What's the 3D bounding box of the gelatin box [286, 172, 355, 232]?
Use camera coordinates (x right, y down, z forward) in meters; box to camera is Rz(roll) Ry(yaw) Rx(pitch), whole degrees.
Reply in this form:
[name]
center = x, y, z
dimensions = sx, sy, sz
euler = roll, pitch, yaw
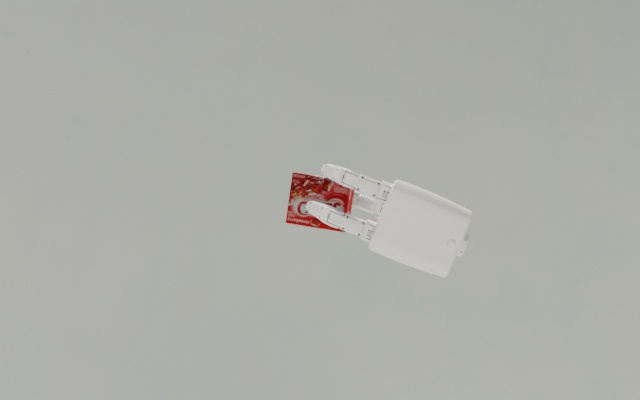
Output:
[gelatin box]
center = 0.000, 0.002, 0.671
dimensions = 0.089, 0.073, 0.030
euler = 9, 3, 18
